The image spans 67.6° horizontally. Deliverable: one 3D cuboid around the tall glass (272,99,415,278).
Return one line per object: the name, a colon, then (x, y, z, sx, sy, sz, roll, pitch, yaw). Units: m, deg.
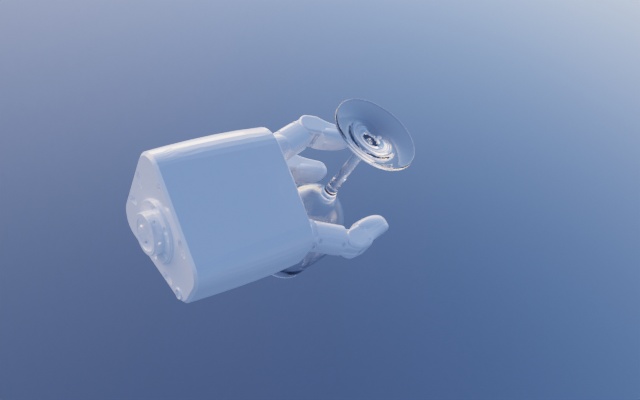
tall glass: (0.001, 0.001, 0.452, 0.079, 0.079, 0.201, 0, -34, -32)
